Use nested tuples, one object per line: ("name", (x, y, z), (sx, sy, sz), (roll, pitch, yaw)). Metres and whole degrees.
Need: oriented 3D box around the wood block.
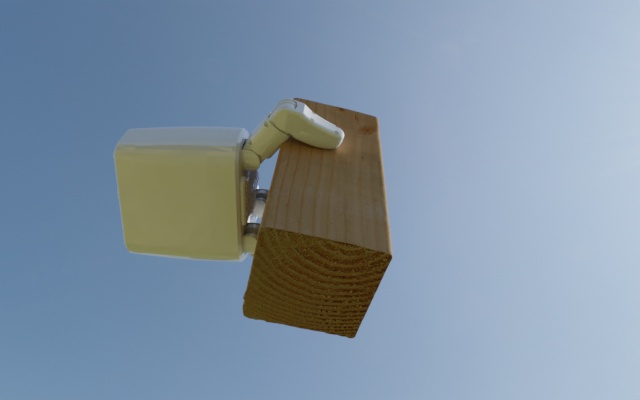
("wood block", (0.000, 0.001, 0.412), (0.090, 0.091, 0.206), (13, 35, -6))
